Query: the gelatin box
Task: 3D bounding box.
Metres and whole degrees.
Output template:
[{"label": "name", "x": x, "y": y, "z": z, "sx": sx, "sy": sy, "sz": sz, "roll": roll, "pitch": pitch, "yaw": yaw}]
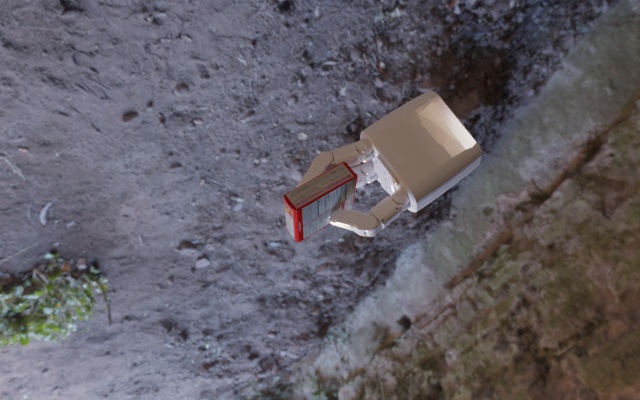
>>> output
[{"label": "gelatin box", "x": 0.000, "y": 0.002, "z": 0.574, "sx": 0.089, "sy": 0.030, "sz": 0.073, "roll": -31, "pitch": -28, "yaw": -19}]
